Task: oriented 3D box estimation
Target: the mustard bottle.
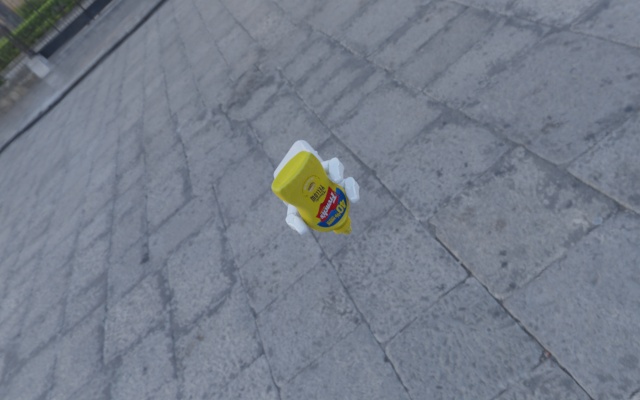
[{"bbox_3d":[0.000,0.003,0.891,0.058,0.096,0.192,19,-23,53],"label":"mustard bottle"}]
